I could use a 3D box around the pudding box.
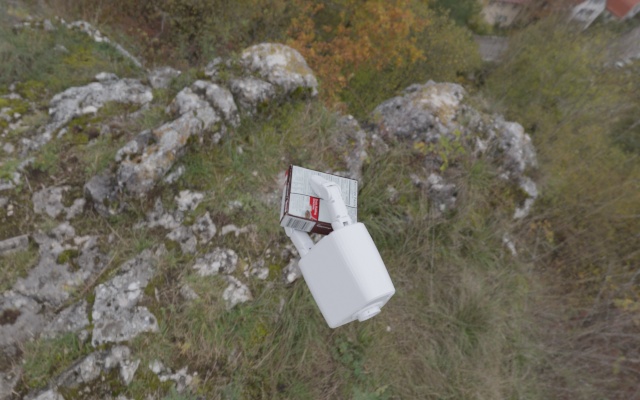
[{"bbox_3d":[0.000,0.002,0.712,0.113,0.090,0.039,14,-33,-16],"label":"pudding box"}]
